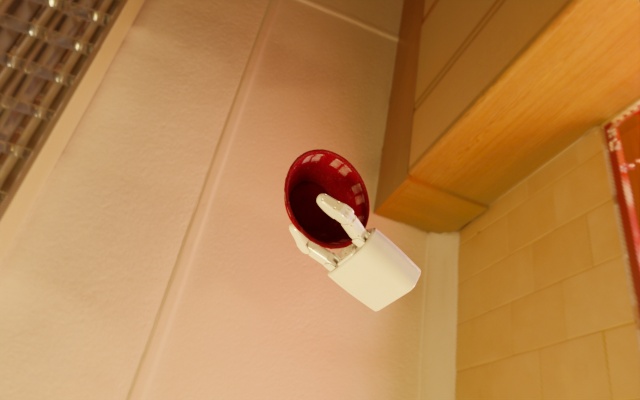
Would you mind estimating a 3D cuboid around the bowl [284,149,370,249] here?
[{"bbox_3d":[-0.001,0.001,0.766,0.162,0.162,0.055,0,-14,-35],"label":"bowl"}]
